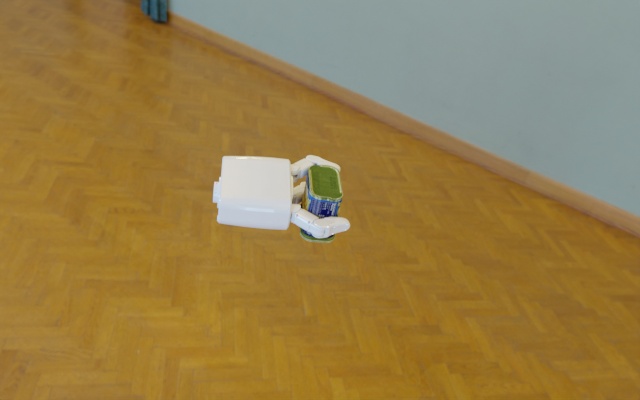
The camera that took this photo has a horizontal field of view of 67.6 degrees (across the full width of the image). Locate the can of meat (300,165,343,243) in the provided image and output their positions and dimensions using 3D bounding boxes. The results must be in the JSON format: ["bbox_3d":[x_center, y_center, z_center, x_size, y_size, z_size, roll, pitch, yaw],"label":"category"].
[{"bbox_3d":[0.000,0.002,0.760,0.057,0.084,0.102,6,34,-9],"label":"can of meat"}]
